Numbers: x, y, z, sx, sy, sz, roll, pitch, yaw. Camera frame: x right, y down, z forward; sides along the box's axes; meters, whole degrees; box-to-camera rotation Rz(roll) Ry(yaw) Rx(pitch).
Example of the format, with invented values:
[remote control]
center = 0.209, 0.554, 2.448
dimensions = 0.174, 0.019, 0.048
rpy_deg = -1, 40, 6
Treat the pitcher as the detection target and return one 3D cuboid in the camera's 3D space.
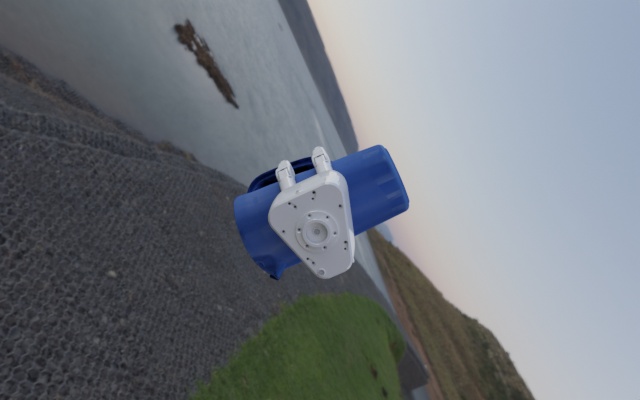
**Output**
[pitcher]
center = 0.000, 0.002, 0.723
dimensions = 0.243, 0.149, 0.145
rpy_deg = -23, 6, 6
